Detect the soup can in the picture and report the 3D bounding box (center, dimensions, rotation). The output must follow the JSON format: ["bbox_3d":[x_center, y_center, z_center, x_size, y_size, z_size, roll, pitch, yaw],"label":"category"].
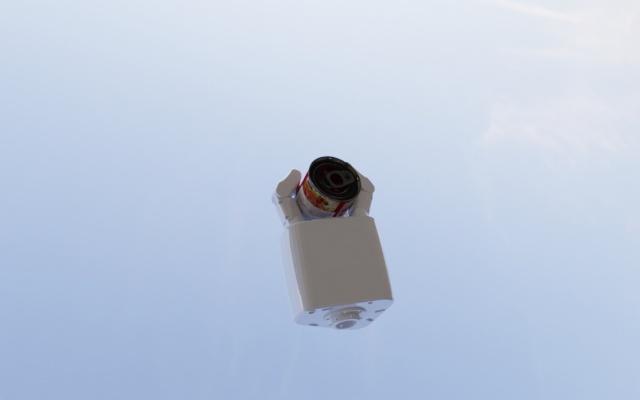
[{"bbox_3d":[0.000,0.002,0.604,0.068,0.068,0.102,0,-35,-25],"label":"soup can"}]
